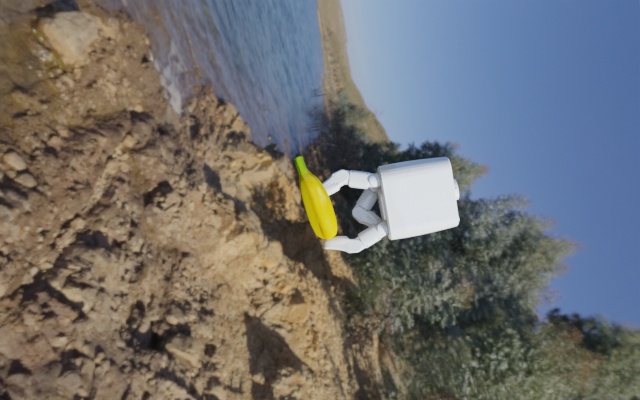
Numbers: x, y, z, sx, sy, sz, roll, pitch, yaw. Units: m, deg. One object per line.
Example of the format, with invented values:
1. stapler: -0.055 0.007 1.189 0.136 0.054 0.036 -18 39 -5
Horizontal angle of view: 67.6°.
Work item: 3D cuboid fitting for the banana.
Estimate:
1. banana: 0.002 0.016 0.691 0.037 0.069 0.198 -11 -32 4
